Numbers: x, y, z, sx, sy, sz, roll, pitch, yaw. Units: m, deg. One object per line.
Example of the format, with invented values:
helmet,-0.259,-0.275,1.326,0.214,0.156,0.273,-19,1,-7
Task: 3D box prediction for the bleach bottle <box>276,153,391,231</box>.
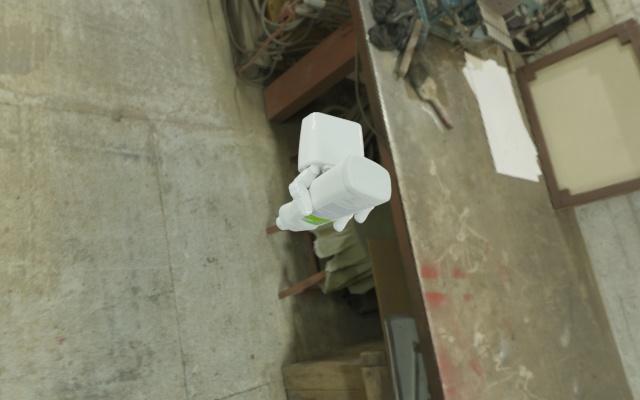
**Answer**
bleach bottle,0.000,0.003,0.838,0.102,0.068,0.251,21,-31,-35
